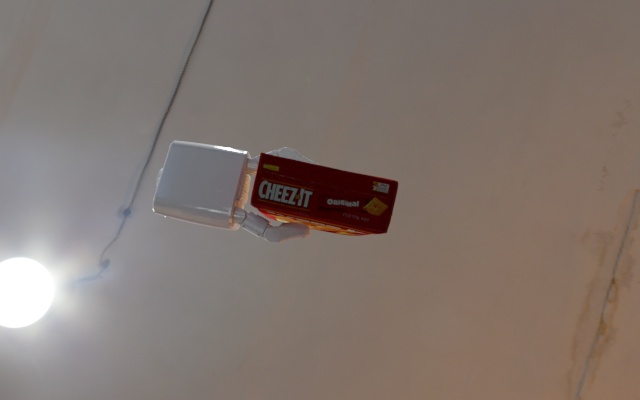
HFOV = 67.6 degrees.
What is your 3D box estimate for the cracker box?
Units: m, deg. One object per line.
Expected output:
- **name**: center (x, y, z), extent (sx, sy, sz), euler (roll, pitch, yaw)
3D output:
- **cracker box**: center (0.000, 0.002, 0.646), extent (0.164, 0.072, 0.214), euler (11, -5, -1)
